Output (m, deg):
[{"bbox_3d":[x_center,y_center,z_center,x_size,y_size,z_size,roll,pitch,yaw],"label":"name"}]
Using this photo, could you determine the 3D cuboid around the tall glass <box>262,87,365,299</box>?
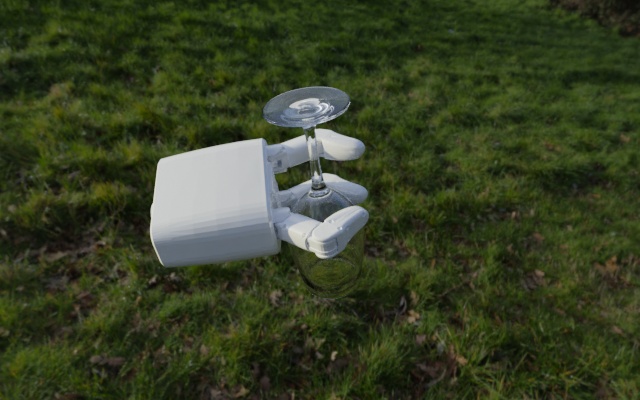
[{"bbox_3d":[0.000,0.001,0.452,0.079,0.201,0.079,-6,35,4],"label":"tall glass"}]
